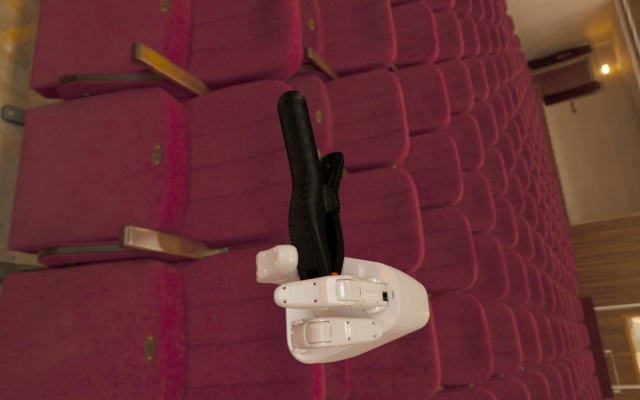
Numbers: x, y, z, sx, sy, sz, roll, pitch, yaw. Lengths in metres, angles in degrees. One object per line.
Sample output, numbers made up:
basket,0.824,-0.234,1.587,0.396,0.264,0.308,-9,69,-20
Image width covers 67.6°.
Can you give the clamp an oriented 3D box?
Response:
clamp,0.001,0.001,0.422,0.039,0.171,0.120,-12,-19,25
